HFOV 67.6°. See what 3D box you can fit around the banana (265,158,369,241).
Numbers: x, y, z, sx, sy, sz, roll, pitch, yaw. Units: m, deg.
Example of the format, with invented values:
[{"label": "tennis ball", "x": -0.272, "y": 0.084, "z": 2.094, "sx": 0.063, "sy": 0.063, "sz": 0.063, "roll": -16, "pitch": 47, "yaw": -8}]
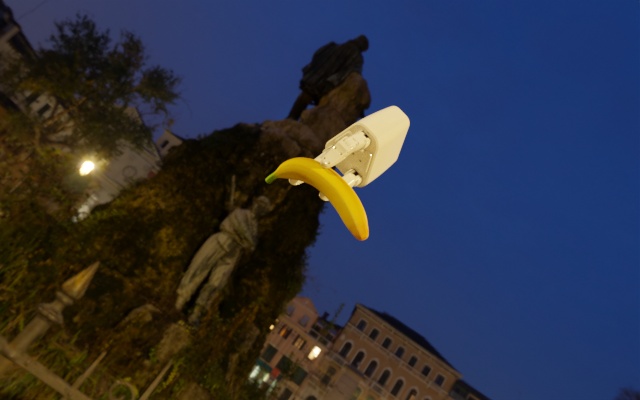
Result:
[{"label": "banana", "x": 0.004, "y": -0.016, "z": 0.715, "sx": 0.197, "sy": 0.070, "sz": 0.037, "roll": 32, "pitch": 19, "yaw": 30}]
